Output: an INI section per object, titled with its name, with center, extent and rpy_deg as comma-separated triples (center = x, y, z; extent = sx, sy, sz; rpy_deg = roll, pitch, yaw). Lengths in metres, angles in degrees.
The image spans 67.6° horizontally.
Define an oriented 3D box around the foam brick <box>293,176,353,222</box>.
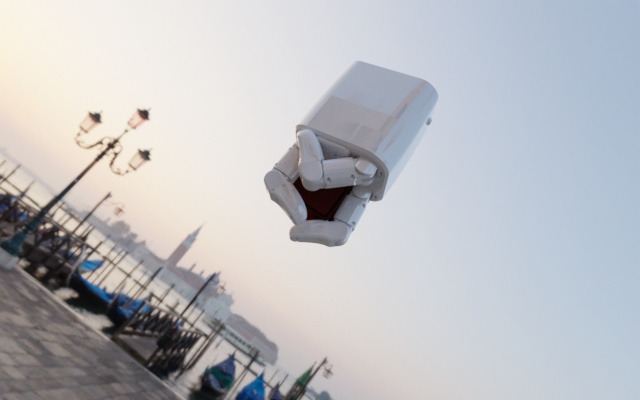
[foam brick]
center = 0.000, 0.002, 0.519
extent = 0.053, 0.051, 0.078
rpy_deg = 32, -19, 13
